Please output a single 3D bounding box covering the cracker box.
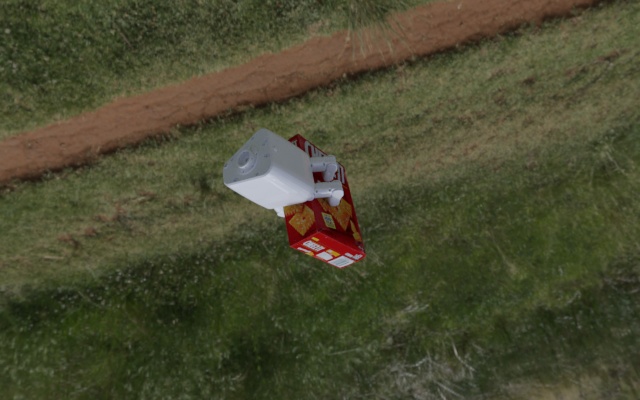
[{"bbox_3d":[0.000,0.003,0.896,0.072,0.213,0.164,-28,-35,25],"label":"cracker box"}]
